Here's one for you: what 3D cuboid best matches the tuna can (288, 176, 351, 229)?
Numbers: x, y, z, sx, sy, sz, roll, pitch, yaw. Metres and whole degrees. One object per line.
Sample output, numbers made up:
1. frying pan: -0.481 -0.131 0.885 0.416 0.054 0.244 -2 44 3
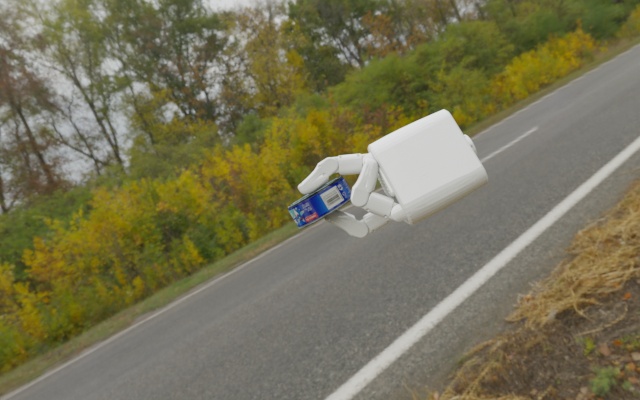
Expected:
1. tuna can: 0.000 0.002 0.630 0.086 0.034 0.086 -30 4 2
